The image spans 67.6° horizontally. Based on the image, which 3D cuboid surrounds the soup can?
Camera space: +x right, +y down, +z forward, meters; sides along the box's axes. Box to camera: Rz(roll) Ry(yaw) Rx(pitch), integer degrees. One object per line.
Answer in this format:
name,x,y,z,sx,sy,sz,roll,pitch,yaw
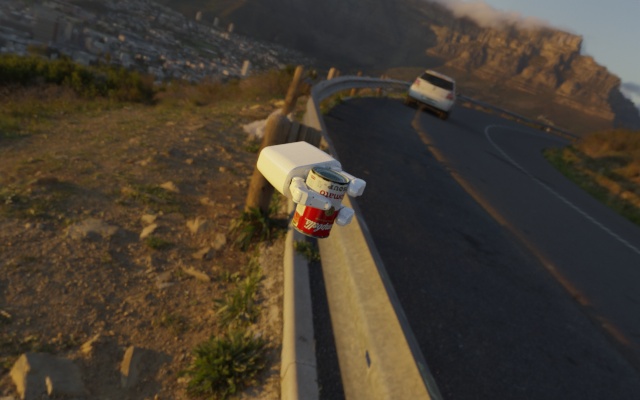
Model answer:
soup can,0.000,0.003,0.791,0.068,0.102,0.068,19,18,-6
